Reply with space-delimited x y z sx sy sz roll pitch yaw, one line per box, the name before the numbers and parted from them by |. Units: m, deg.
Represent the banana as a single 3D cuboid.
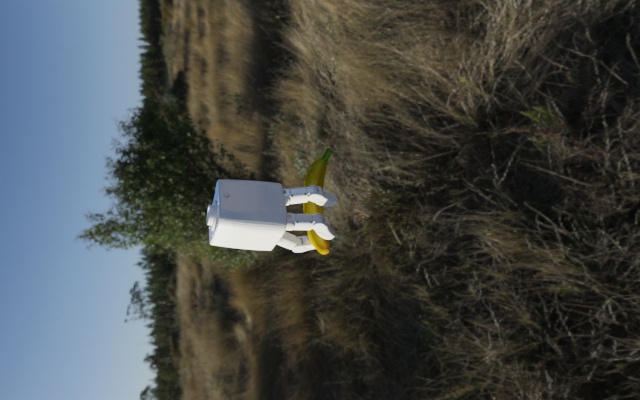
banana | -0.007 0.005 0.859 0.037 0.197 0.070 8 -21 -21
